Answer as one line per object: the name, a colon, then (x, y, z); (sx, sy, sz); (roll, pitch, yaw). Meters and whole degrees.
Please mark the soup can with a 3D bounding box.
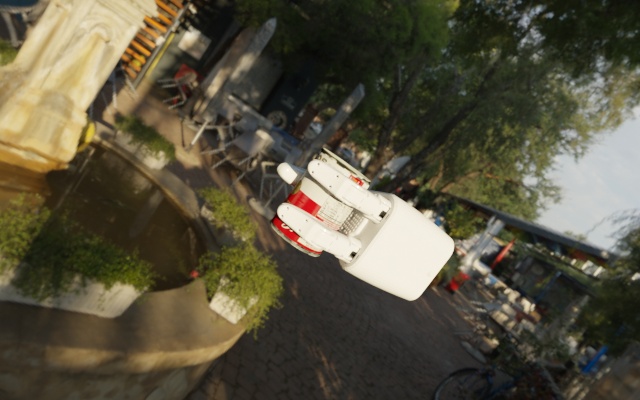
soup can: (0.000, 0.001, 0.530); (0.068, 0.102, 0.068); (35, 8, -5)
